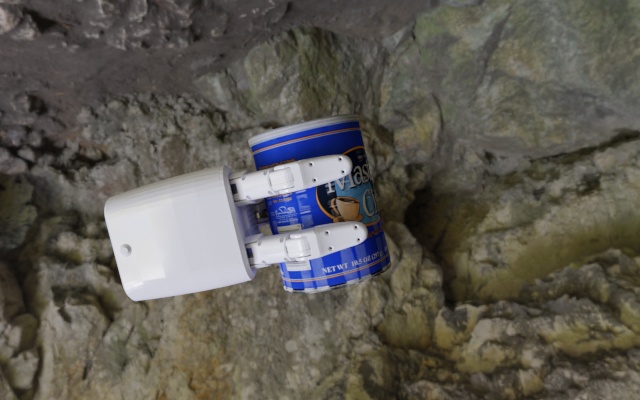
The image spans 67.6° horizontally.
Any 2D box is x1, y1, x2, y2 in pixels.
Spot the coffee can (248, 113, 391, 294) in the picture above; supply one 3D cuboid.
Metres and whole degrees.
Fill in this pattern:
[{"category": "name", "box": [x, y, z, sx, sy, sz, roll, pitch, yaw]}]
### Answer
[{"category": "coffee can", "box": [0.000, 0.001, 0.439, 0.103, 0.140, 0.103, -13, 4, 1]}]
